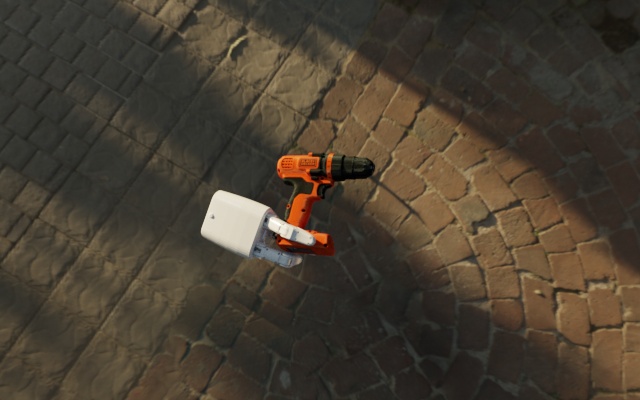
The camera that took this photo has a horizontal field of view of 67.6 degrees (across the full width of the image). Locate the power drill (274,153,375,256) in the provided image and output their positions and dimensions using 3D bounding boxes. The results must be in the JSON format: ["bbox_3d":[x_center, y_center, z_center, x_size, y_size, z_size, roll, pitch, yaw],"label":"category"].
[{"bbox_3d":[0.000,0.003,0.860,0.184,0.187,0.057,1,-22,20],"label":"power drill"}]
